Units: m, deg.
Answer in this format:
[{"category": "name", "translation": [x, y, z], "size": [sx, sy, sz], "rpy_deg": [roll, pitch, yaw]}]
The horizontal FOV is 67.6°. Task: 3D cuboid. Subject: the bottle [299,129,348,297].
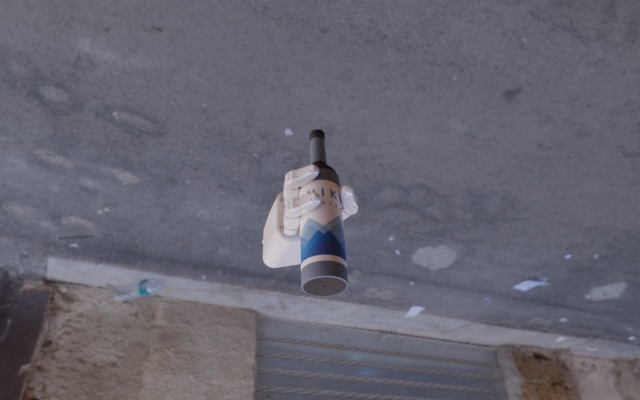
[{"category": "bottle", "translation": [0.000, 0.003, 0.758], "size": [0.069, 0.295, 0.069], "rpy_deg": [-2, -36, -1]}]
